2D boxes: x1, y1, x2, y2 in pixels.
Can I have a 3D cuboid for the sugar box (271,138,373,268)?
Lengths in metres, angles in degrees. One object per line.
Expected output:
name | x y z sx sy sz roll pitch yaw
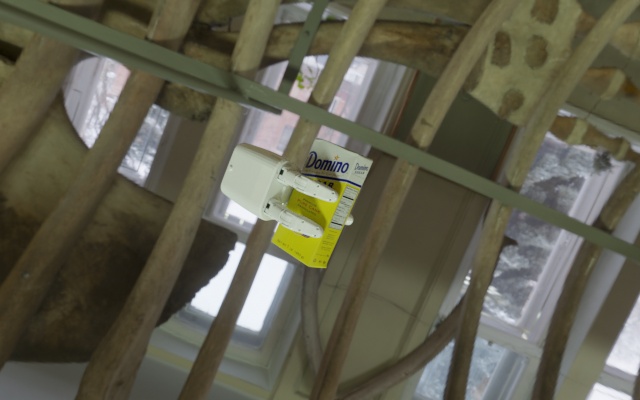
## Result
sugar box | 0.000 0.002 0.711 0.093 0.176 0.048 27 8 40
